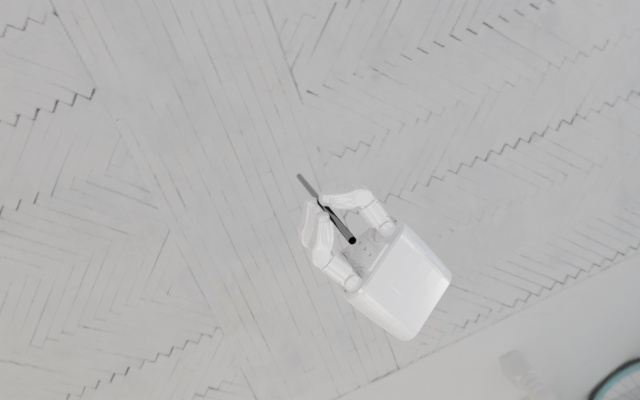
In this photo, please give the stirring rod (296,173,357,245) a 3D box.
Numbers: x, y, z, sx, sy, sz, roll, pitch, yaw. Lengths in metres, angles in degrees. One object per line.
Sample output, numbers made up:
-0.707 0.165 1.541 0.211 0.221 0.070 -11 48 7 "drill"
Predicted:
0.000 0.002 0.557 0.011 0.011 0.239 0 17 -15 "stirring rod"
